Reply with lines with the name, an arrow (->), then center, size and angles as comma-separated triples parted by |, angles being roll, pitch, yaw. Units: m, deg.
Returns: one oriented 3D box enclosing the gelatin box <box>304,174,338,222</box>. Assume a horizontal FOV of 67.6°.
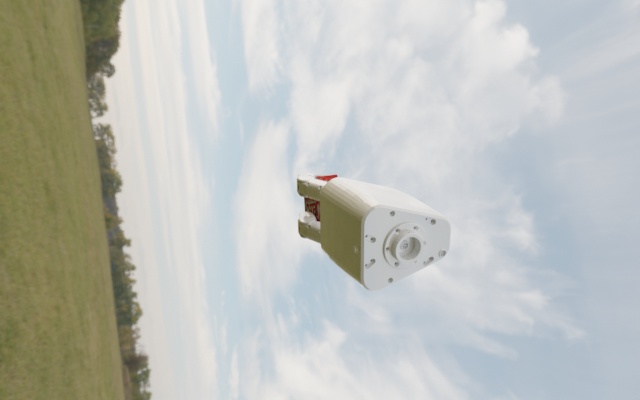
gelatin box -> 0.000, 0.002, 0.652 | 0.030, 0.073, 0.089 | -6, 4, -16
